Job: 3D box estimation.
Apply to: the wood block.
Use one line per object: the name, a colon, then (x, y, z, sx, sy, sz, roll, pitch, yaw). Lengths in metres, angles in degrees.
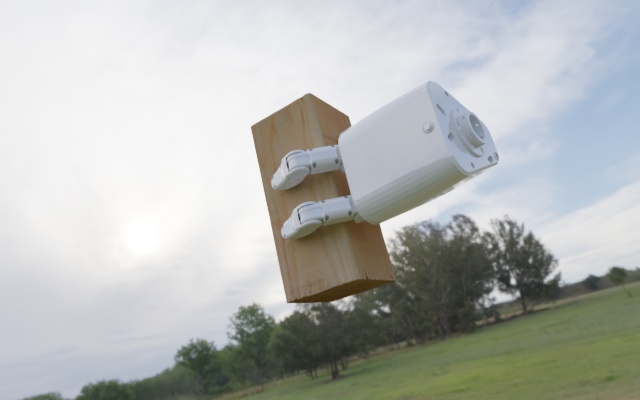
wood block: (0.001, 0.002, 0.531, 0.090, 0.206, 0.091, -24, -22, 28)
